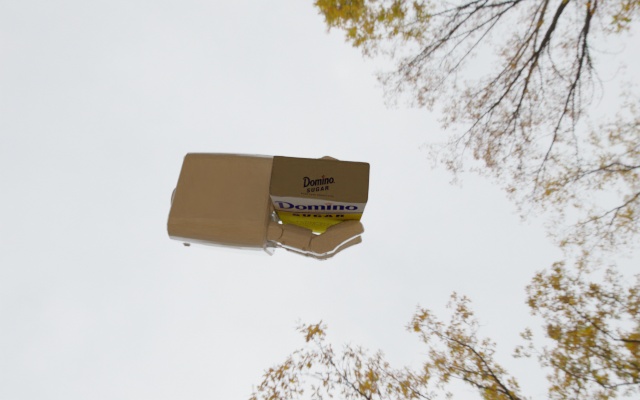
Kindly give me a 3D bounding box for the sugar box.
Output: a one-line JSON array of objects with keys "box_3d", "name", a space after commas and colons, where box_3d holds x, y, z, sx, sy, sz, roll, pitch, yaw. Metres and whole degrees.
[{"box_3d": [0.000, 0.002, 0.518, 0.093, 0.048, 0.176, 4, -12, 2], "name": "sugar box"}]
